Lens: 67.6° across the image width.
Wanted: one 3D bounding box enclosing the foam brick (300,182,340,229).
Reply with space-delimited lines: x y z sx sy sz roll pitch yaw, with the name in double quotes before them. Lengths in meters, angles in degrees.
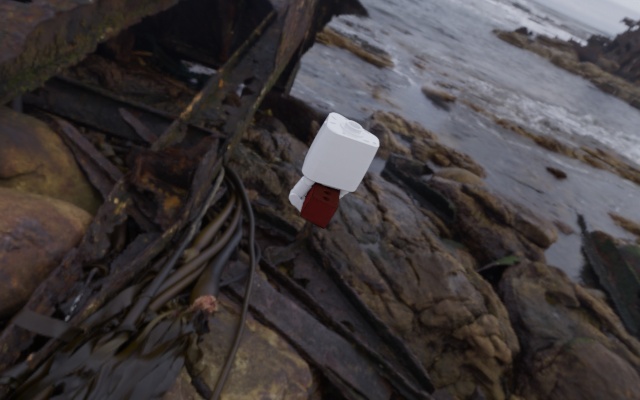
"foam brick" 0.000 0.003 0.881 0.053 0.051 0.078 28 29 -10
